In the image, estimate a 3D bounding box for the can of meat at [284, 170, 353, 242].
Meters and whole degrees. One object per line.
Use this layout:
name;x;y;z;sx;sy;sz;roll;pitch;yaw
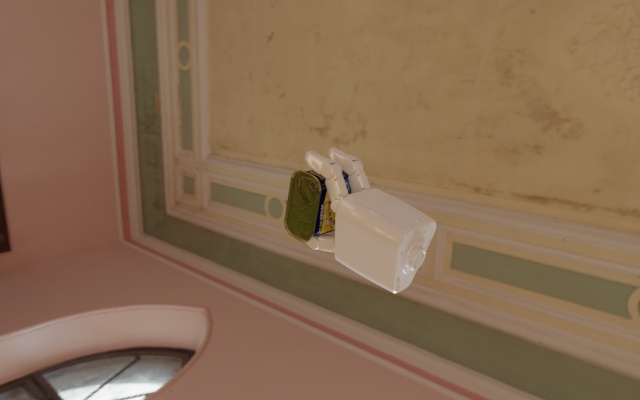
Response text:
can of meat;0.000;0.002;0.707;0.057;0.102;0.084;25;26;36
